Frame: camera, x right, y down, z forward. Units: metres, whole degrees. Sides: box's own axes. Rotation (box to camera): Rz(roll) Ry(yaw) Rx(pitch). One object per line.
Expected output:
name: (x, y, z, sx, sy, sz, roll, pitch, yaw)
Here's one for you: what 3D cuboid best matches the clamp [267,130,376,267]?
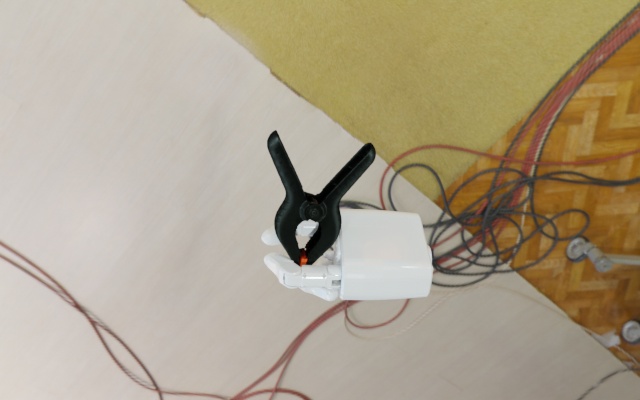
clamp: (0.000, 0.002, 0.549, 0.120, 0.171, 0.039, 1, 28, -3)
